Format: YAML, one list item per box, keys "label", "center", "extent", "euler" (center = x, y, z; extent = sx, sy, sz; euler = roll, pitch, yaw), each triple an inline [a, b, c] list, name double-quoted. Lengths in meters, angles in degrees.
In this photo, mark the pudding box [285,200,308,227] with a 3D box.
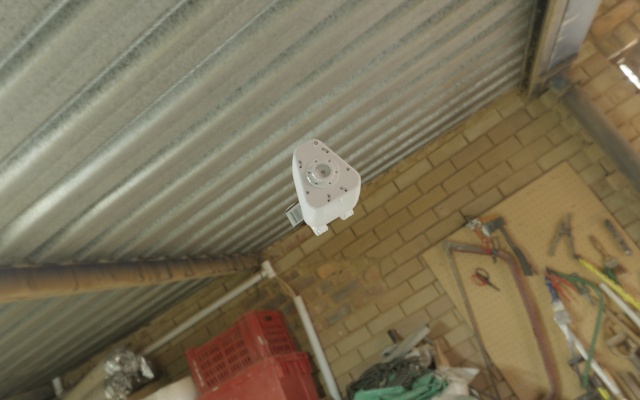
- label: "pudding box"
  center: [0.000, 0.003, 0.893]
  extent: [0.113, 0.039, 0.090]
  euler: [-36, -12, 19]
